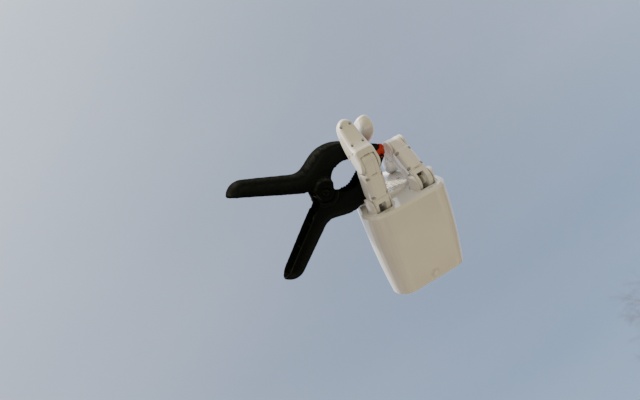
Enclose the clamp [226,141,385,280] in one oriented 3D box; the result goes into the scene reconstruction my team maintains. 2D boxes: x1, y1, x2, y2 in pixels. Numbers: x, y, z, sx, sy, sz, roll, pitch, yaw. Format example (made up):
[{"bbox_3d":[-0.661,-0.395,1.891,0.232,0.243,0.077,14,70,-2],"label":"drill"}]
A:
[{"bbox_3d":[0.000,0.001,0.503,0.171,0.120,0.039,-28,22,-12],"label":"clamp"}]
